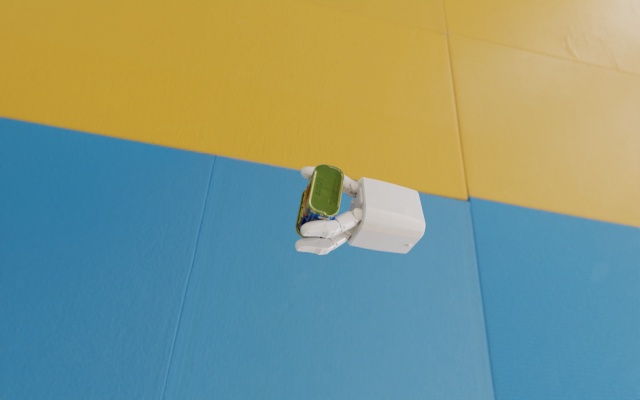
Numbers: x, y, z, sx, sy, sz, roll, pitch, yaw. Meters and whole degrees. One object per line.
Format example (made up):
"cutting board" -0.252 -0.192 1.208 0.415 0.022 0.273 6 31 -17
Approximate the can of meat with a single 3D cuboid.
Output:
"can of meat" 0.000 0.002 0.784 0.057 0.102 0.084 15 -34 -7
